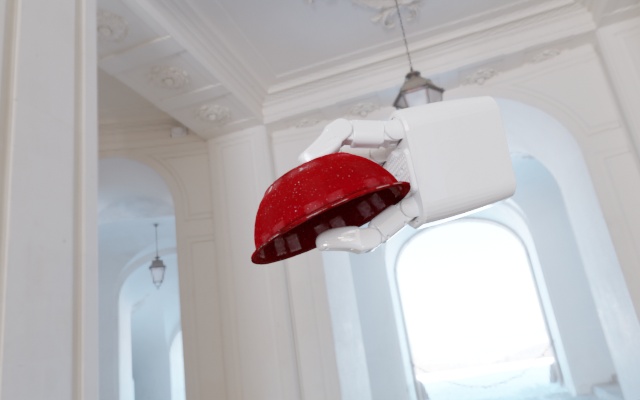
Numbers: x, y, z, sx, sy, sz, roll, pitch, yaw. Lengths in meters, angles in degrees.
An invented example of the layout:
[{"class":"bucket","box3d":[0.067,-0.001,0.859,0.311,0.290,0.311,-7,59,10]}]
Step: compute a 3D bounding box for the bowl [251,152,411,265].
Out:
[{"class":"bowl","box3d":[-0.001,0.001,0.446,0.162,0.055,0.162,-25,-13,-6]}]
